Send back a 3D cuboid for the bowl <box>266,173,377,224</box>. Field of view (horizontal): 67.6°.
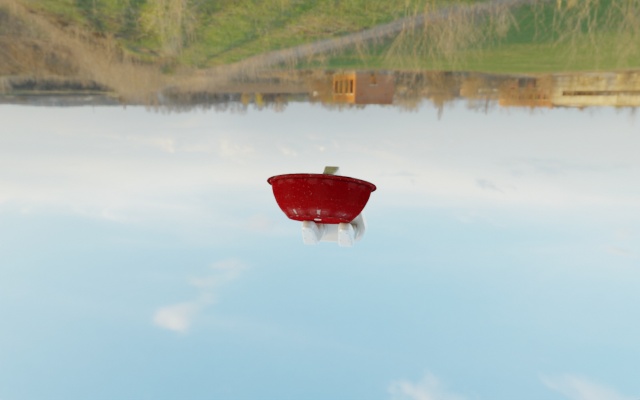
[{"bbox_3d":[0.000,0.003,0.695,0.162,0.055,0.162,4,-9,1],"label":"bowl"}]
